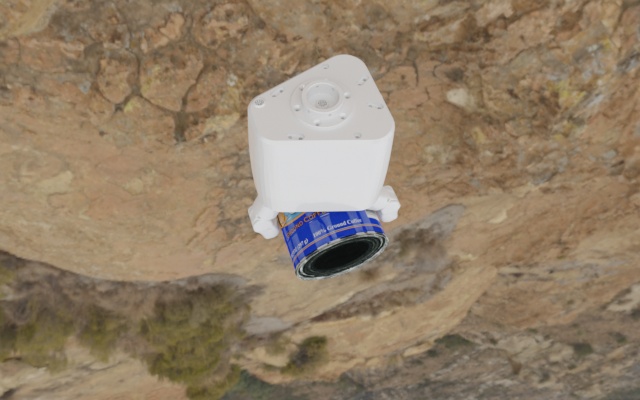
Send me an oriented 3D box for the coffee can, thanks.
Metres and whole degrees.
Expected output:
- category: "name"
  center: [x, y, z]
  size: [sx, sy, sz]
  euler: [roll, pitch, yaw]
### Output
- category: "coffee can"
  center: [0.000, 0.002, 0.522]
  size: [0.103, 0.140, 0.103]
  euler: [-17, -26, -9]
